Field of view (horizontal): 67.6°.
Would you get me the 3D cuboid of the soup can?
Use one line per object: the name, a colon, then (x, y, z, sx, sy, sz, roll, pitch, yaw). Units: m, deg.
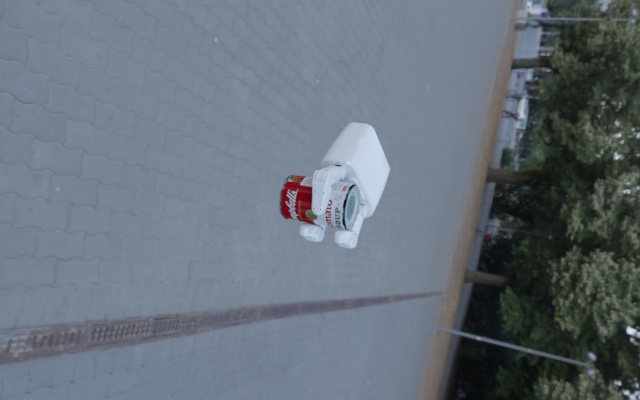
soup can: (0.000, 0.003, 0.695, 0.102, 0.068, 0.068, 10, 4, 22)
